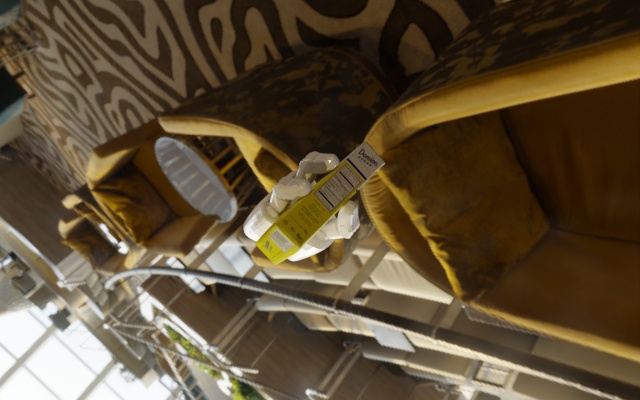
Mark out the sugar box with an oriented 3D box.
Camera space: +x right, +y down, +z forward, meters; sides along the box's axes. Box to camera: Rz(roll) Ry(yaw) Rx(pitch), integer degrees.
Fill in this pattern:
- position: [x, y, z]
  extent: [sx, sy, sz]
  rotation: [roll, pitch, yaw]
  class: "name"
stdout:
- position: [0.000, 0.002, 0.617]
  extent: [0.176, 0.048, 0.093]
  rotation: [-47, 5, -30]
  class: "sugar box"
